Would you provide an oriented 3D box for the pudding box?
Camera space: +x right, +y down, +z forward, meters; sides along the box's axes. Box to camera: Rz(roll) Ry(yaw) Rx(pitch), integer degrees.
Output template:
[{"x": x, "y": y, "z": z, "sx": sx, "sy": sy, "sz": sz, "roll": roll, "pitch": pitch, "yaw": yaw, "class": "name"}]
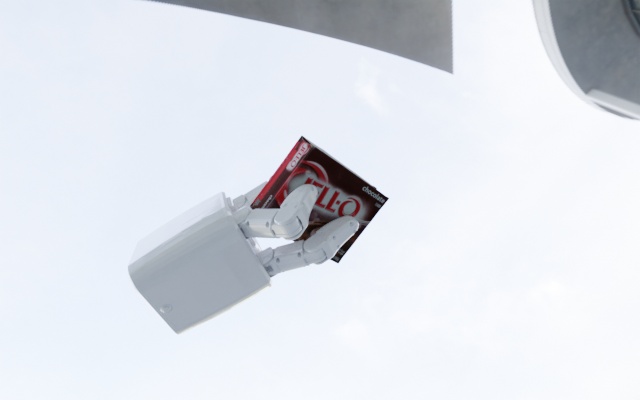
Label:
[{"x": 0.000, "y": 0.002, "z": 0.483, "sx": 0.113, "sy": 0.090, "sz": 0.039, "roll": 31, "pitch": 12, "yaw": -35, "class": "pudding box"}]
